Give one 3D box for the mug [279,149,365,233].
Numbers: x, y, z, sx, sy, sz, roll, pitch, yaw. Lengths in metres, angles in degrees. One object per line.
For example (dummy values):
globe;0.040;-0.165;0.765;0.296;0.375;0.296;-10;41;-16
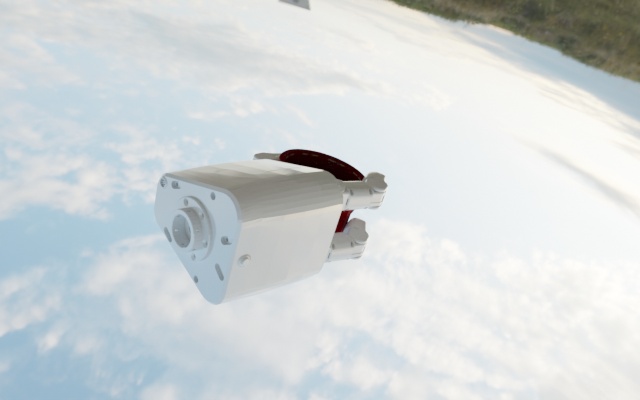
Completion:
mug;0.001;0.002;0.504;0.117;0.081;0.093;-9;36;-46
